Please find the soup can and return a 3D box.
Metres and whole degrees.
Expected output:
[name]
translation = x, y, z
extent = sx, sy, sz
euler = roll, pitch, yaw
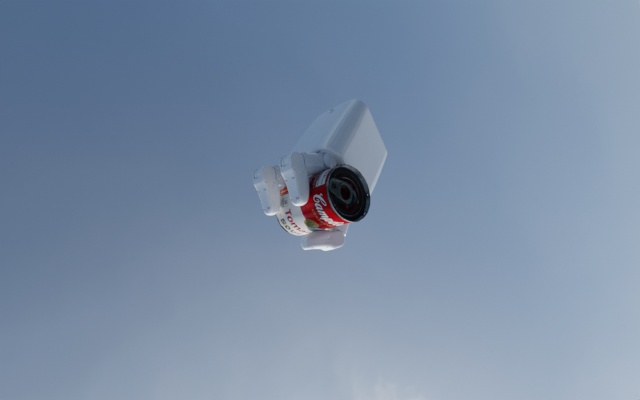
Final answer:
[soup can]
translation = 0.000, 0.002, 0.577
extent = 0.068, 0.068, 0.102
euler = 0, -12, -43
